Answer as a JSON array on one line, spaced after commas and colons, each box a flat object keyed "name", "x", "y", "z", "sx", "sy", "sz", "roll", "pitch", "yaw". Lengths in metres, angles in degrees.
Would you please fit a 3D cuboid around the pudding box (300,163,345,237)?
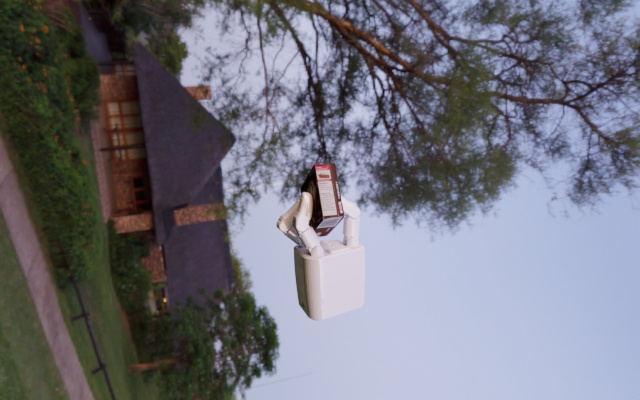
[{"name": "pudding box", "x": 0.000, "y": 0.003, "z": 0.757, "sx": 0.039, "sy": 0.090, "sz": 0.113, "roll": -4, "pitch": -18, "yaw": -18}]
